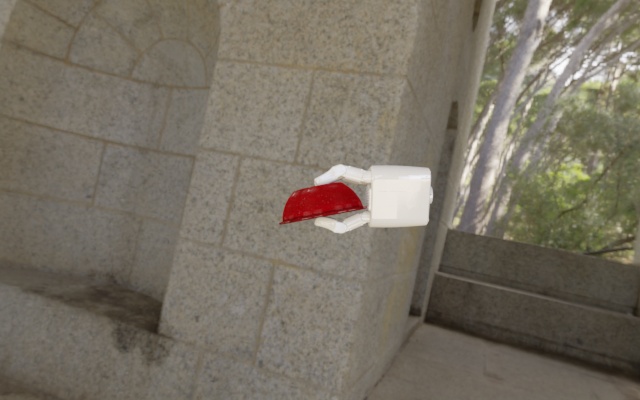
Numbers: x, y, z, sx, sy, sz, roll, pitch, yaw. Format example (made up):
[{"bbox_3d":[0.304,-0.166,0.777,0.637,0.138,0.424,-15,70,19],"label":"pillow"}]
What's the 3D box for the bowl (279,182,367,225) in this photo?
[{"bbox_3d":[-0.001,0.003,0.858,0.162,0.055,0.162,-11,-2,0],"label":"bowl"}]
